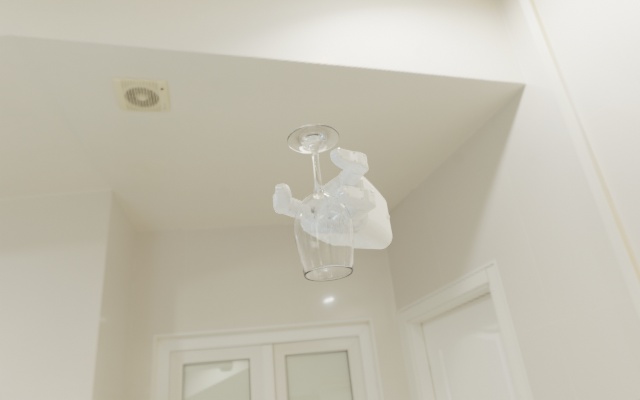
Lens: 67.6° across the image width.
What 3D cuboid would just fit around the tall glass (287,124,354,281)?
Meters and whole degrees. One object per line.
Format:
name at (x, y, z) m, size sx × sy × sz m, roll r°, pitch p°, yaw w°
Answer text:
tall glass at (0.000, 0.001, 0.634) m, size 0.079 × 0.201 × 0.079 m, roll -5°, pitch -26°, yaw -2°
